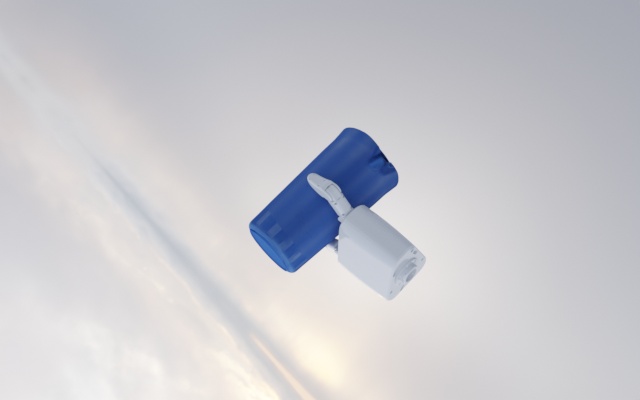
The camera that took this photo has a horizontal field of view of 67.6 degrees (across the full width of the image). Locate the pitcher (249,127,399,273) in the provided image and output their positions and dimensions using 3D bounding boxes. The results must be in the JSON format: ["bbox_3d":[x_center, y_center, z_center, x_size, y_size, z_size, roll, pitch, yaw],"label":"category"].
[{"bbox_3d":[0.000,0.003,0.797,0.145,0.243,0.149,37,-20,31],"label":"pitcher"}]
